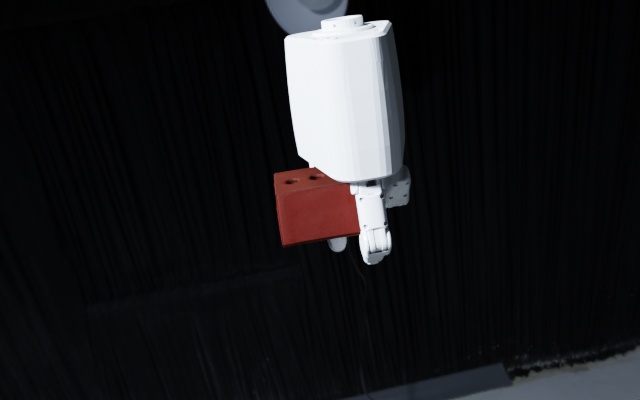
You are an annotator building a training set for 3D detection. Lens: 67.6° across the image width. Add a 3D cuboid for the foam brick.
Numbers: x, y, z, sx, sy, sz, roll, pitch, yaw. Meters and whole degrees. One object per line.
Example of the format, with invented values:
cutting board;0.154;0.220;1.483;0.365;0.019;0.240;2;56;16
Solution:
foam brick;0.000;0.002;0.422;0.078;0.051;0.053;-10;25;-2
